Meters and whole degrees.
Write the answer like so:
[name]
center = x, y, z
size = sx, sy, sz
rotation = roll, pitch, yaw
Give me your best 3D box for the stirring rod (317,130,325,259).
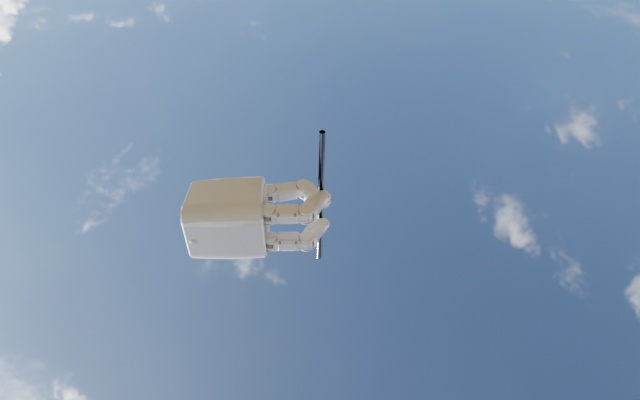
[stirring rod]
center = 0.000, 0.002, 0.674
size = 0.011, 0.240, 0.011
rotation = 1, 44, -1
